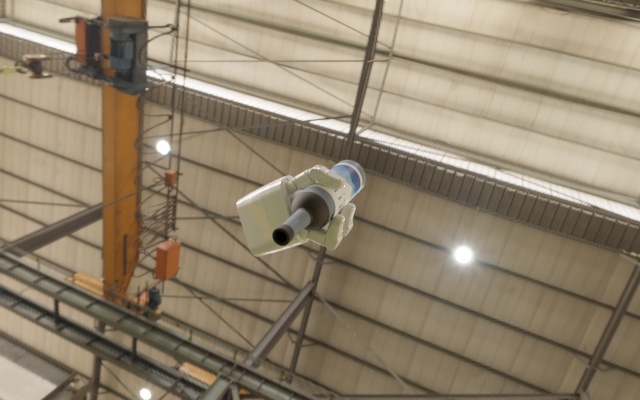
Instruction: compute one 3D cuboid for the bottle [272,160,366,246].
[{"bbox_3d":[0.000,0.002,0.785,0.069,0.069,0.295,0,19,23],"label":"bottle"}]
